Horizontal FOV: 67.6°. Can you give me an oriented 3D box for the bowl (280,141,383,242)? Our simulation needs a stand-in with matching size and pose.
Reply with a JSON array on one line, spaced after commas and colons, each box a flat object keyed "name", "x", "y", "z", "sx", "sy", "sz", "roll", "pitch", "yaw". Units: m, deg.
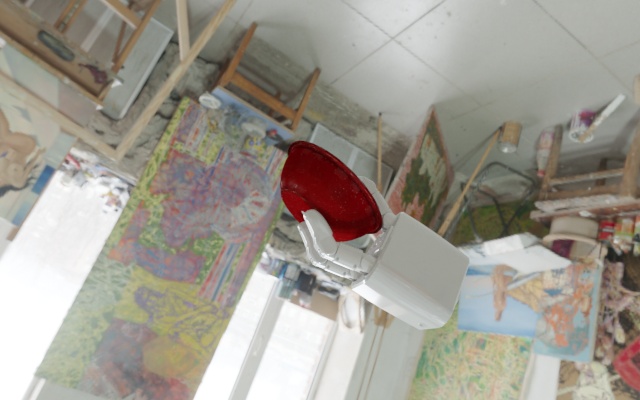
[{"name": "bowl", "x": -0.001, "y": 0.002, "z": 0.615, "sx": 0.055, "sy": 0.162, "sz": 0.162, "roll": -45, "pitch": 18, "yaw": -19}]
